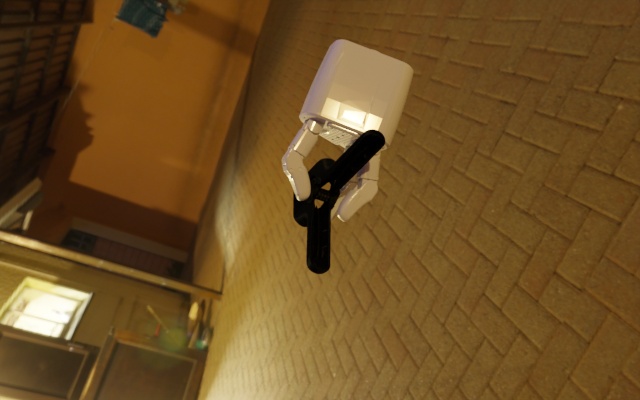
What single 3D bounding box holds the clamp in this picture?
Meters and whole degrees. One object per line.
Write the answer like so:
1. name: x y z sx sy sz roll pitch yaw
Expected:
1. clamp: -0.001 0.001 0.586 0.036 0.164 0.210 26 -9 -17
